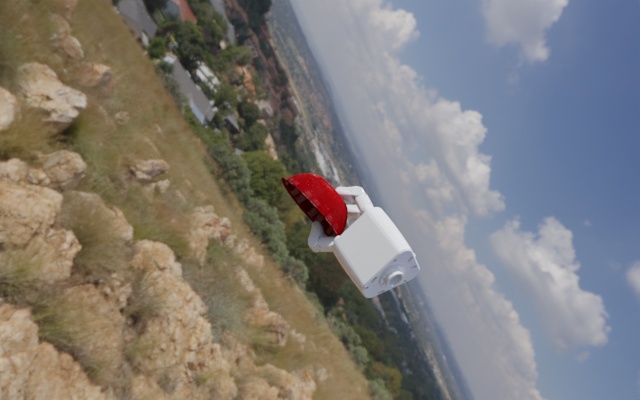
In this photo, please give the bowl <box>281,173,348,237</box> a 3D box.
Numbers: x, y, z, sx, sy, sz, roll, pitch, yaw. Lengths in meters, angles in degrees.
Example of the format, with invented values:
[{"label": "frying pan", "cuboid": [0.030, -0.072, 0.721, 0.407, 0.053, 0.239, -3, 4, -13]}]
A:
[{"label": "bowl", "cuboid": [0.000, 0.002, 0.889, 0.055, 0.162, 0.162, -42, 9, -10]}]
